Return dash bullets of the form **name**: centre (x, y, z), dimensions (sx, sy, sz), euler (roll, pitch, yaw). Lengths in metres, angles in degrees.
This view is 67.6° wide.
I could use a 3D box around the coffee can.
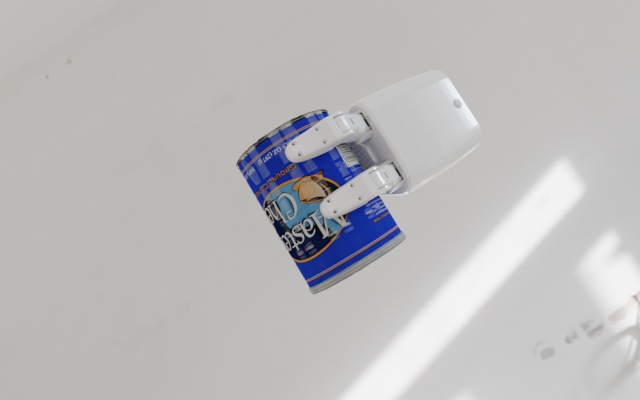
- **coffee can**: centre (0.000, 0.002, 0.451), dimensions (0.103, 0.140, 0.103), euler (-31, -5, -3)
